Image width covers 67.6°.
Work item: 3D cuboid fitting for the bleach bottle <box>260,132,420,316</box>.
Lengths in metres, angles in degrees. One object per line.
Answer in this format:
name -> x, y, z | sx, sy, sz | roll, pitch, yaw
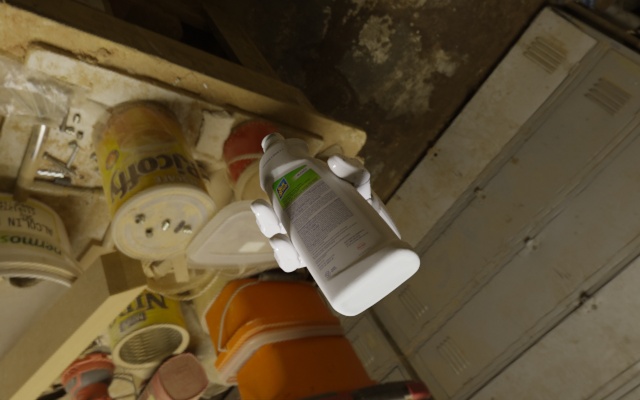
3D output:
bleach bottle -> 0.000, 0.002, 0.545 | 0.102, 0.250, 0.068 | -38, -36, 5
